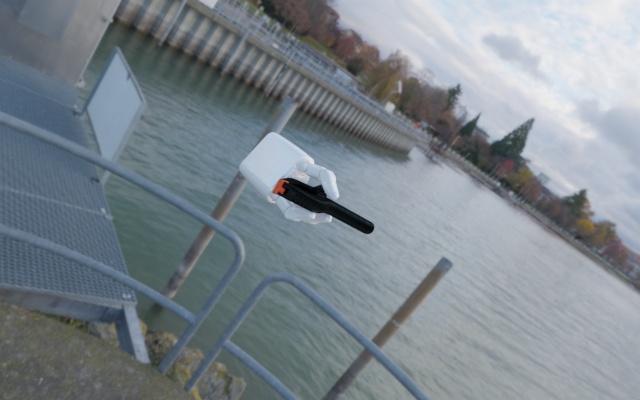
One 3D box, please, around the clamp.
[{"bbox_3d":[0.000,0.002,0.871,0.164,0.036,0.210,37,13,33],"label":"clamp"}]
